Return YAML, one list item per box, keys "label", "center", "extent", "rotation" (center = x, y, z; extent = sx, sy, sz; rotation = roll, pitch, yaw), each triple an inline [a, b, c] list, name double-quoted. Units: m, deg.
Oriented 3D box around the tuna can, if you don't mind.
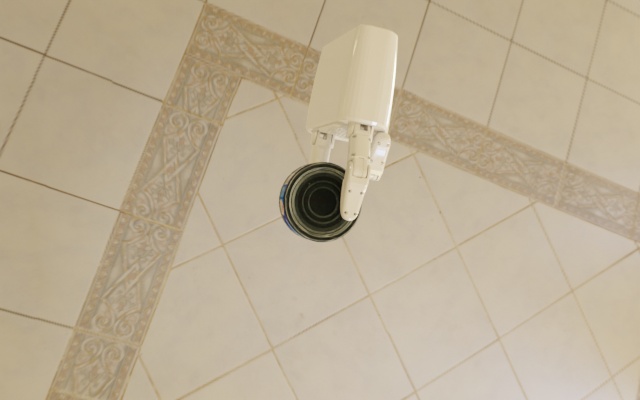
- label: "tuna can"
  center: [0.000, 0.002, 0.511]
  extent: [0.086, 0.086, 0.034]
  rotation: [0, 1, -13]
